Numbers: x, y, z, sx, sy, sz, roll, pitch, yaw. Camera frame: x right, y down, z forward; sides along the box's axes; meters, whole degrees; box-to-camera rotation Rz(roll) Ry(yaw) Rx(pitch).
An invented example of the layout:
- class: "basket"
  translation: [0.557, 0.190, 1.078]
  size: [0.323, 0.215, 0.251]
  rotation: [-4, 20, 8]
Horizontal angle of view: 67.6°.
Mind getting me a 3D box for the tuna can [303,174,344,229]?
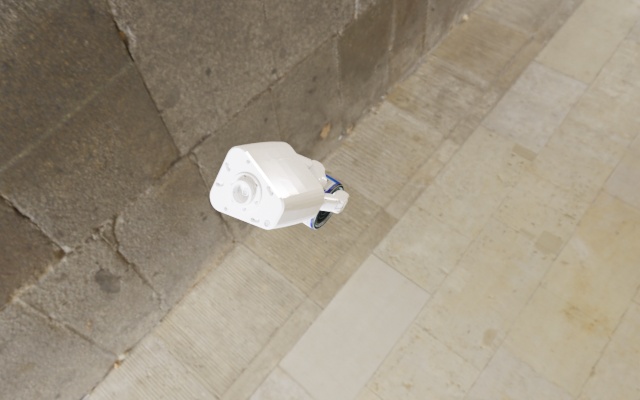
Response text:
- class: "tuna can"
  translation: [0.001, 0.003, 0.752]
  size: [0.033, 0.086, 0.086]
  rotation: [32, 10, 17]
